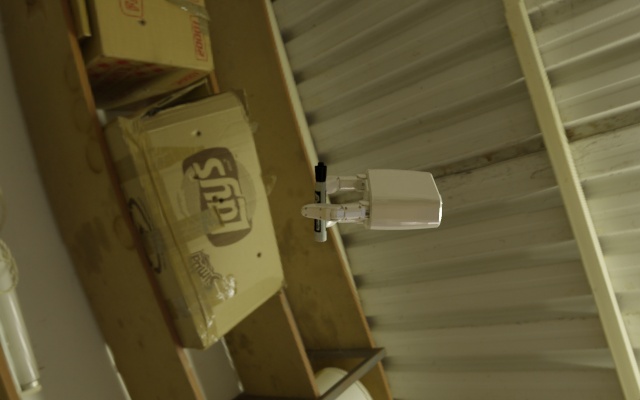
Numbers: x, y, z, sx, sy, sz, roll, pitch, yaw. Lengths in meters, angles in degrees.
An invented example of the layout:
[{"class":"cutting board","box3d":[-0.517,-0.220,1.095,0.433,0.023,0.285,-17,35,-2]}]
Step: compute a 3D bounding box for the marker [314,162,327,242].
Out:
[{"class":"marker","box3d":[0.000,0.002,0.719,0.020,0.121,0.020,1,15,0]}]
